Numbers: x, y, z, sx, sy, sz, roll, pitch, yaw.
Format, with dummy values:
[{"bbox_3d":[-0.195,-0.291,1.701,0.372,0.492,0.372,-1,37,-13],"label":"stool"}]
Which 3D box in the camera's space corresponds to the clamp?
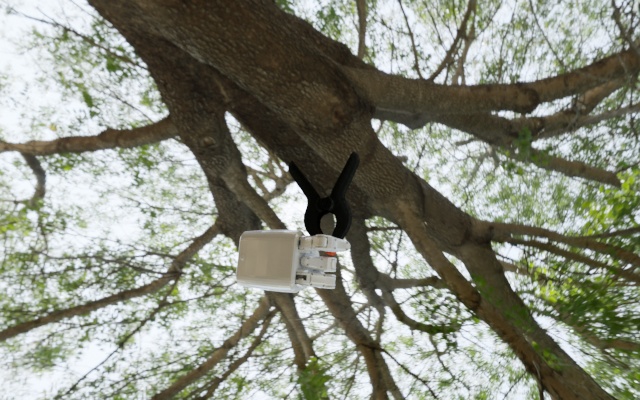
[{"bbox_3d":[0.000,0.003,0.783,0.120,0.171,0.039,0,-14,20],"label":"clamp"}]
